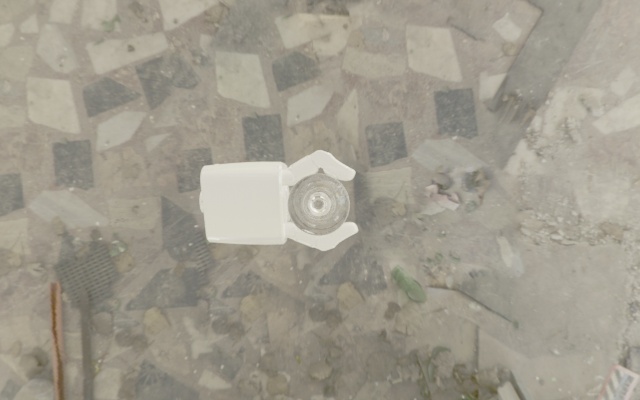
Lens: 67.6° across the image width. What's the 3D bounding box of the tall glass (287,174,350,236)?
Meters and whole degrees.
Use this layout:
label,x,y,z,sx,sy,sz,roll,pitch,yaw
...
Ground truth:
label,x,y,z,sx,sy,sz,roll,pitch,yaw
tall glass,0.000,0.002,0.663,0.079,0.079,0.201,0,2,2
